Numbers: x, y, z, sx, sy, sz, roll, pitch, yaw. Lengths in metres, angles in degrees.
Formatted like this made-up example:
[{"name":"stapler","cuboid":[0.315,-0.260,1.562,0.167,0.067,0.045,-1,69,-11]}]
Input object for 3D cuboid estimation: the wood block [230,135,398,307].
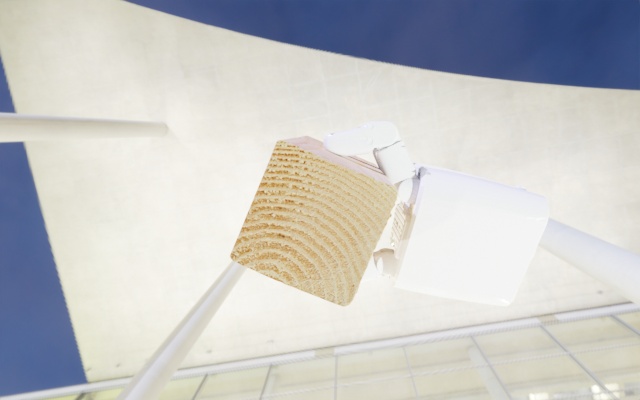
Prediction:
[{"name":"wood block","cuboid":[0.000,0.002,0.415,0.090,0.091,0.206,23,9,0]}]
